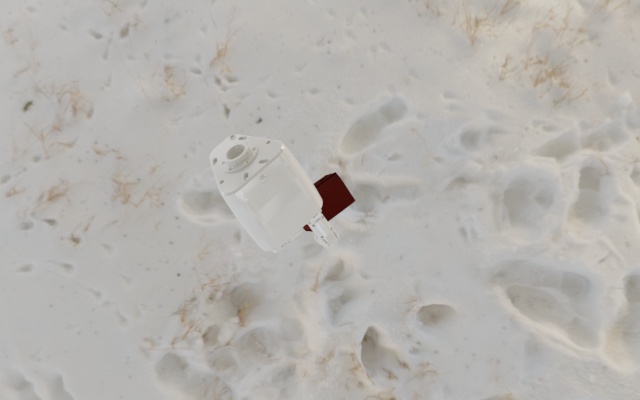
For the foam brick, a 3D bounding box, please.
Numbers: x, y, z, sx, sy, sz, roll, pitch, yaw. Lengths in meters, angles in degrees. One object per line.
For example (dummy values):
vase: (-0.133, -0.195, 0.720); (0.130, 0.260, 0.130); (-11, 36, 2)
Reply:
foam brick: (0.000, 0.002, 0.683); (0.078, 0.051, 0.053); (-36, 7, -14)
